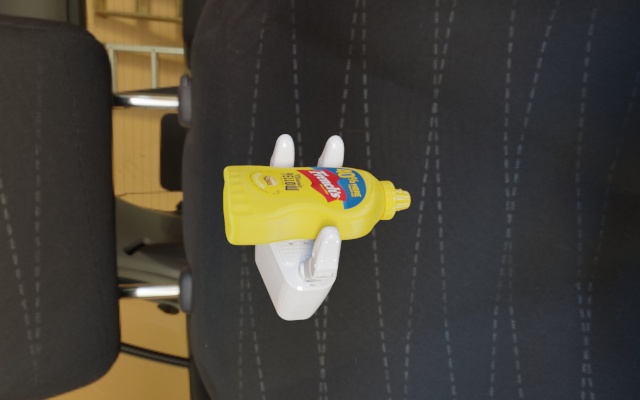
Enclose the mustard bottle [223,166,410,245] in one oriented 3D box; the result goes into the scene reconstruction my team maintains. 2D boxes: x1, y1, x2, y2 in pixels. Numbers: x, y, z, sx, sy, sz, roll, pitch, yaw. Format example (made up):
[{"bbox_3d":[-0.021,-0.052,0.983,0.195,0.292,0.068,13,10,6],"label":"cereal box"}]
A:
[{"bbox_3d":[0.000,0.001,0.487,0.191,0.058,0.096,-1,33,-14],"label":"mustard bottle"}]
